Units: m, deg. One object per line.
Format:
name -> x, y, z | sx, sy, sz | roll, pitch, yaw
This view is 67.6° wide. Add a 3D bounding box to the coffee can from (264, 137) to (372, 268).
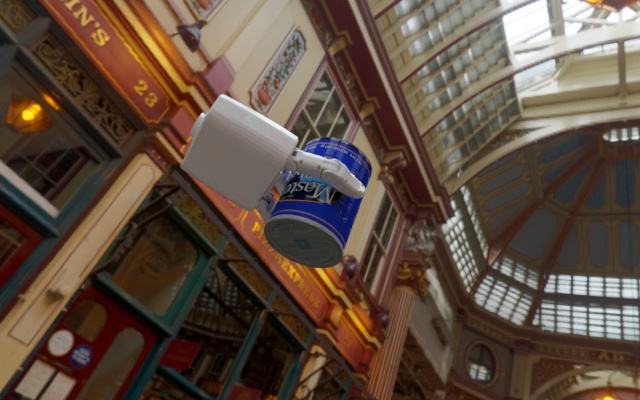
coffee can -> 0.000, 0.002, 0.623 | 0.103, 0.140, 0.103 | 15, -36, 11
